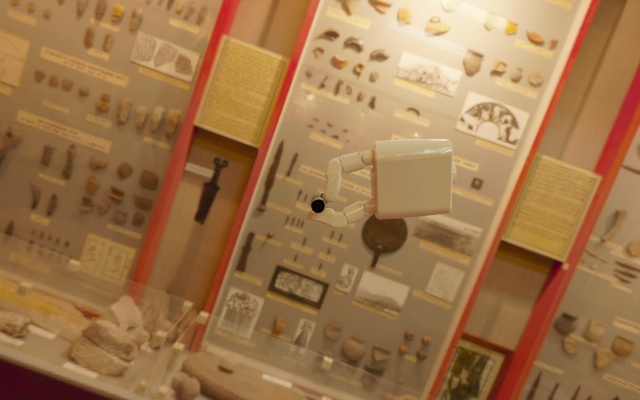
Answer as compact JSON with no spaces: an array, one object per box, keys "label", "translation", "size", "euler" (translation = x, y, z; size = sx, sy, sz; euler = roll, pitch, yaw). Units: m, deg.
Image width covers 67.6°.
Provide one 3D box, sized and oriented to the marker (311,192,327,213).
[{"label":"marker","translation":[0.000,0.002,0.696],"size":[0.020,0.020,0.121],"euler":[0,6,3]}]
